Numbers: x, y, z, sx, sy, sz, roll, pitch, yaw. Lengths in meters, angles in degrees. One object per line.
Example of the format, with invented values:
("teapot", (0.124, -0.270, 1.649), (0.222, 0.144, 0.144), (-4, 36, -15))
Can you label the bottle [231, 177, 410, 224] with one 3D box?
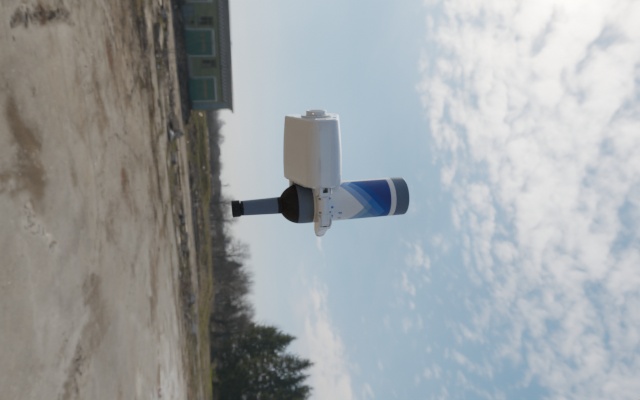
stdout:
("bottle", (0.000, 0.003, 0.803), (0.296, 0.069, 0.069), (-4, 1, -14))
